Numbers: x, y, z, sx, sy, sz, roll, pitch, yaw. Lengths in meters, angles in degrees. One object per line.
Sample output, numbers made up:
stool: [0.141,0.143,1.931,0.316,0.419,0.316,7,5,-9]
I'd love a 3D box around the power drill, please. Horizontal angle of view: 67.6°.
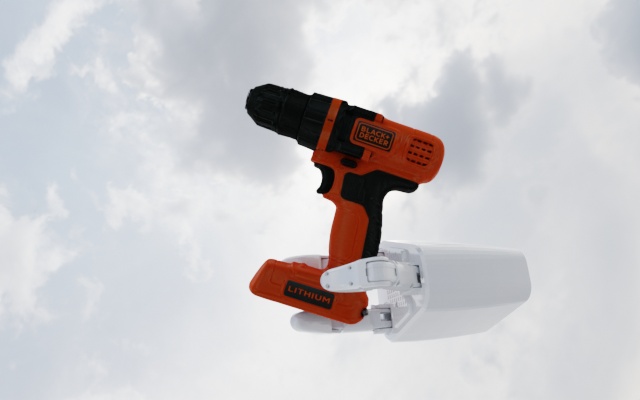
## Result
power drill: [0.000,0.002,0.426,0.184,0.187,0.057,18,-1,1]
